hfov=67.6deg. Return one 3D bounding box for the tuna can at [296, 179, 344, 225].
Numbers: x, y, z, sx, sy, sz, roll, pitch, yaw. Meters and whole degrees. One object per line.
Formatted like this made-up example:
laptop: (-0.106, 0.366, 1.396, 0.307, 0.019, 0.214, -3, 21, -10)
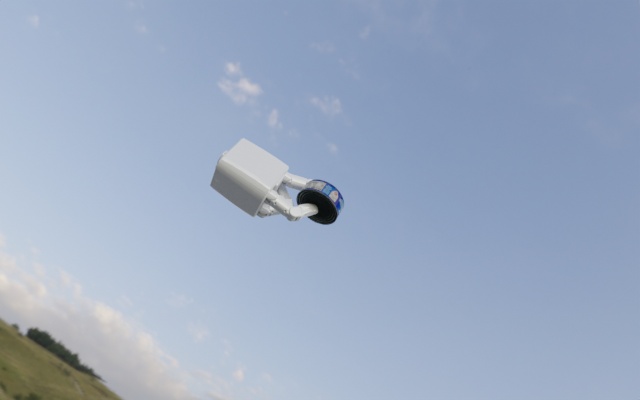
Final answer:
tuna can: (0.000, 0.003, 0.890, 0.086, 0.086, 0.033, 0, 40, 37)
